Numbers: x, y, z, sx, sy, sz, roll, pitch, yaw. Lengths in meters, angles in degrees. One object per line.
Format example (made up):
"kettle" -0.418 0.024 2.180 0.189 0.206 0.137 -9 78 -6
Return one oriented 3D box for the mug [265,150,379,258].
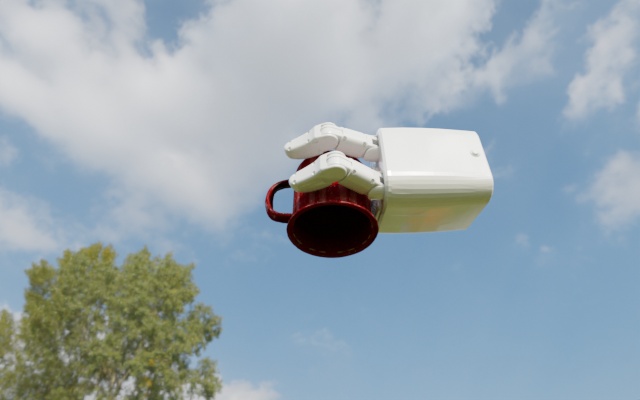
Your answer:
"mug" -0.001 0.002 0.508 0.117 0.081 0.093 1 -41 -1
